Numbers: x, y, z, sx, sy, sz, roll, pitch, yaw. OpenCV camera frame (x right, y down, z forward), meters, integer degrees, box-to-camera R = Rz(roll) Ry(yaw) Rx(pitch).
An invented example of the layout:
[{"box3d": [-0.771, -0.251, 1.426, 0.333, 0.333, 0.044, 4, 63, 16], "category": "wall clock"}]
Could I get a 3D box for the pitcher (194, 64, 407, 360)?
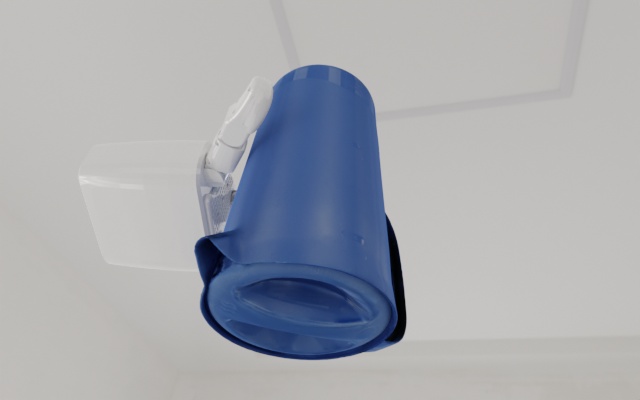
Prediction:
[{"box3d": [0.000, 0.001, 0.403, 0.145, 0.242, 0.149, 1, -42, 6], "category": "pitcher"}]
